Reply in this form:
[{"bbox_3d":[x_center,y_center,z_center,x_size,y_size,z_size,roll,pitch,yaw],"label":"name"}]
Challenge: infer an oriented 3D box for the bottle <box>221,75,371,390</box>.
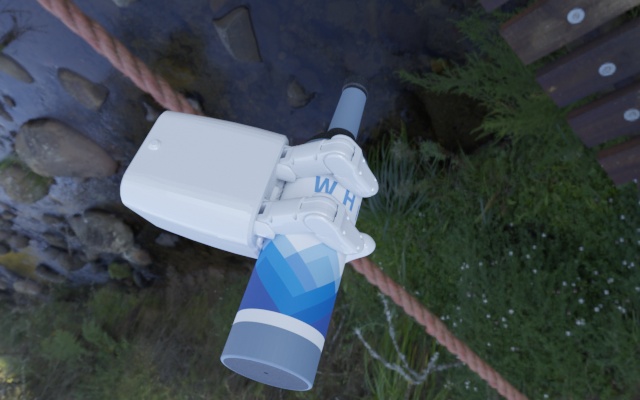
[{"bbox_3d":[0.000,0.002,0.407,0.069,0.295,0.069,13,-32,8],"label":"bottle"}]
